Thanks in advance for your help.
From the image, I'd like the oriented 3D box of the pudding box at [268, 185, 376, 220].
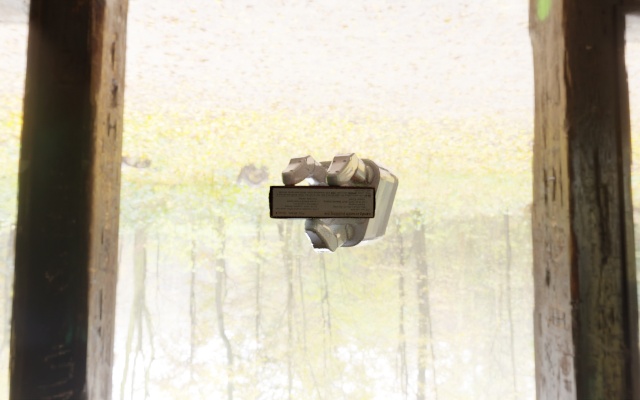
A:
[{"bbox_3d":[0.000,0.002,0.535,0.113,0.039,0.090,-1,-1,-4],"label":"pudding box"}]
